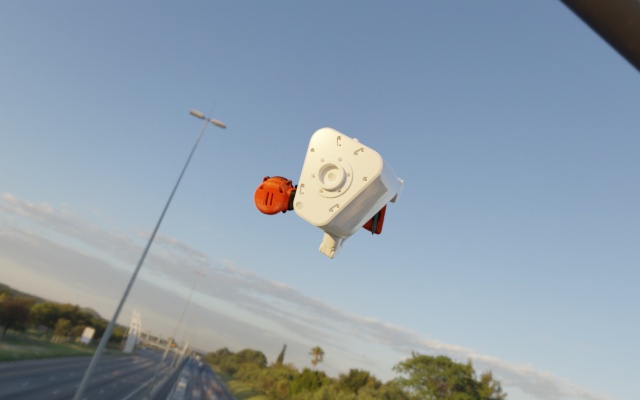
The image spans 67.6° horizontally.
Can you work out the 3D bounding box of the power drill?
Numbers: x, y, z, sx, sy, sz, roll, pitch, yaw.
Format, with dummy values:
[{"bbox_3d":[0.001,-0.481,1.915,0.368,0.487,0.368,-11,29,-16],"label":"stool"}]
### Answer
[{"bbox_3d":[0.001,0.002,0.718,0.187,0.057,0.184,8,7,1],"label":"power drill"}]
